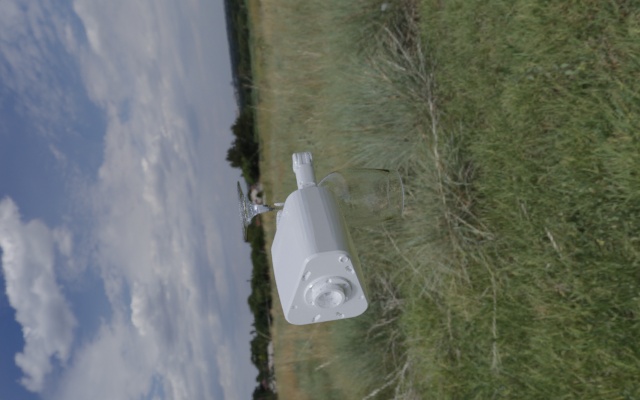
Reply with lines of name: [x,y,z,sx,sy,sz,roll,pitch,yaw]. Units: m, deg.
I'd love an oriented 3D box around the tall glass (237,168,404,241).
tall glass: [-0.001,0.002,0.600,0.201,0.079,0.079,-7,1,-8]
